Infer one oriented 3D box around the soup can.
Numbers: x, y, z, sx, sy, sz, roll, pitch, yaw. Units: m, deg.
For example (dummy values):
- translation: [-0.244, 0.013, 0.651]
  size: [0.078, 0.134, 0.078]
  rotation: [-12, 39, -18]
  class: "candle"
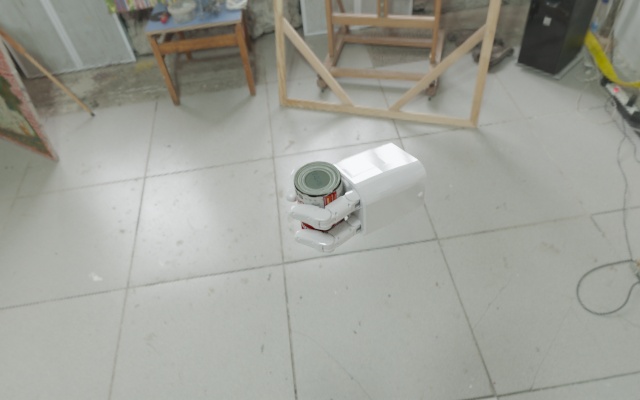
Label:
- translation: [0.000, 0.002, 0.687]
  size: [0.068, 0.068, 0.102]
  rotation: [0, -41, 6]
  class: "soup can"
